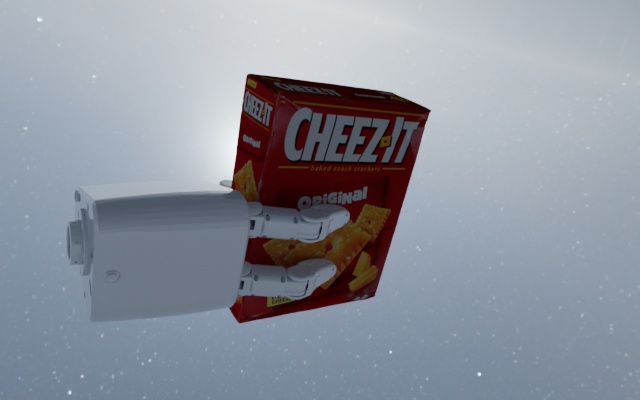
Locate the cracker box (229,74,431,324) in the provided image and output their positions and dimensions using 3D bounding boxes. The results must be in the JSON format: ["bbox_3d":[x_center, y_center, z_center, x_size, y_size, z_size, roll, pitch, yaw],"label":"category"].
[{"bbox_3d":[0.000,0.002,0.456,0.164,0.214,0.072,-2,26,-33],"label":"cracker box"}]
